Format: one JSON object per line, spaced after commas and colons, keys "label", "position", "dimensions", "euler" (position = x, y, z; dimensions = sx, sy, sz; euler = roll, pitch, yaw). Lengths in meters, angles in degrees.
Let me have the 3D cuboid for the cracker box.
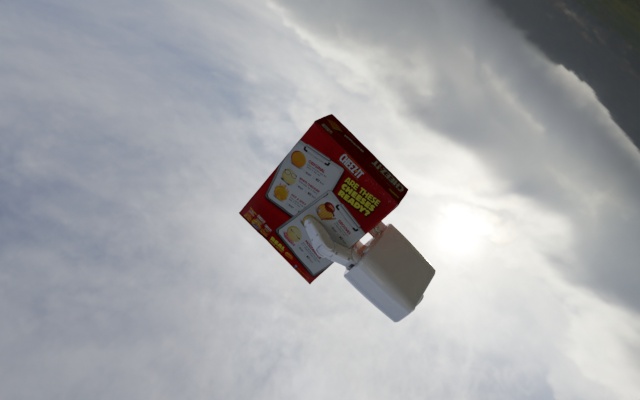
{"label": "cracker box", "position": [0.000, 0.003, 0.726], "dimensions": [0.214, 0.164, 0.072], "euler": [-46, -2, 32]}
